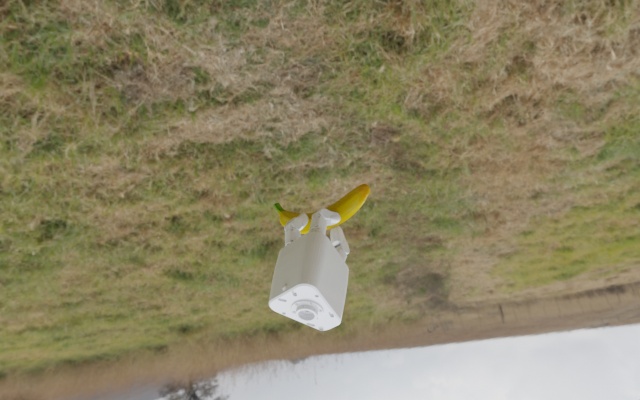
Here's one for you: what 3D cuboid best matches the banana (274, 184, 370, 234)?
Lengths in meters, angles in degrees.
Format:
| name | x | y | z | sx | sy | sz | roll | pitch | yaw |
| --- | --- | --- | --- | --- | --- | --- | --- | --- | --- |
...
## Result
| name | x | y | z | sx | sy | sz | roll | pitch | yaw |
| --- | --- | --- | --- | --- | --- | --- | --- | --- | --- |
| banana | 0.001 | 0.022 | 0.862 | 0.198 | 0.069 | 0.037 | -12 | -1 | 24 |
